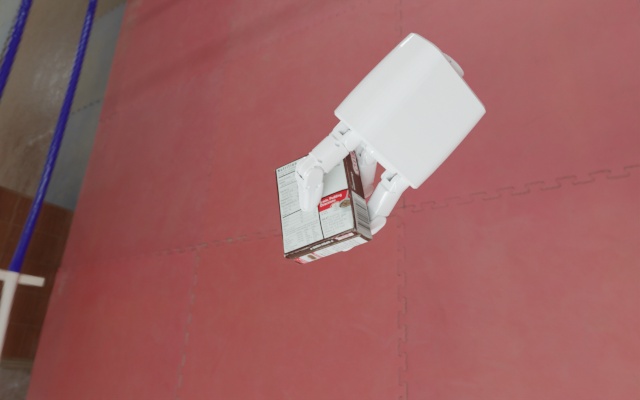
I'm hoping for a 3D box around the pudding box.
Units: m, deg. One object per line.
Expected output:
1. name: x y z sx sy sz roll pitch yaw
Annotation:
1. pudding box: 0.000 0.002 0.514 0.090 0.113 0.039 -23 -33 25
